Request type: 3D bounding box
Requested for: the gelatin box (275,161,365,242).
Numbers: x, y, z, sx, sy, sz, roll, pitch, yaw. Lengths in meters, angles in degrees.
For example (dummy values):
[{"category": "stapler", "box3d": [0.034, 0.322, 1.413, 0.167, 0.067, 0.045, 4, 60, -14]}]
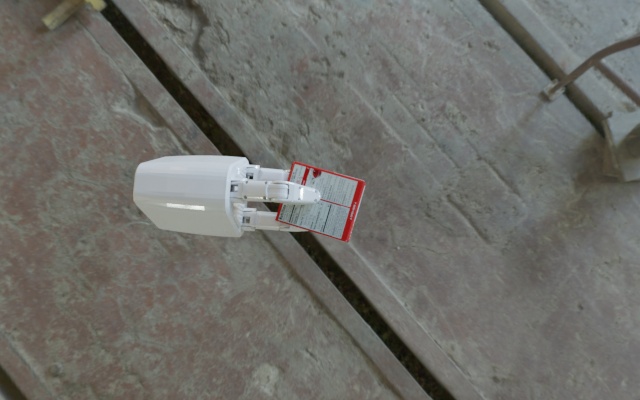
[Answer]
[{"category": "gelatin box", "box3d": [0.000, 0.002, 0.556, 0.089, 0.073, 0.030, 16, -4, 7]}]
